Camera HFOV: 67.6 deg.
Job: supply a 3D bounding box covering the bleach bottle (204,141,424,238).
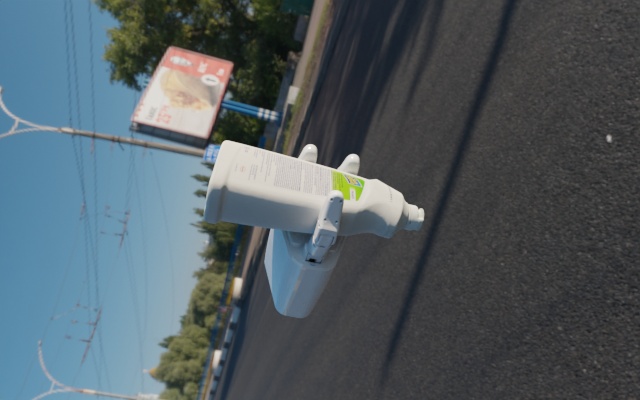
[{"bbox_3d":[0.000,0.002,0.558,0.251,0.068,0.102,13,40,-9],"label":"bleach bottle"}]
